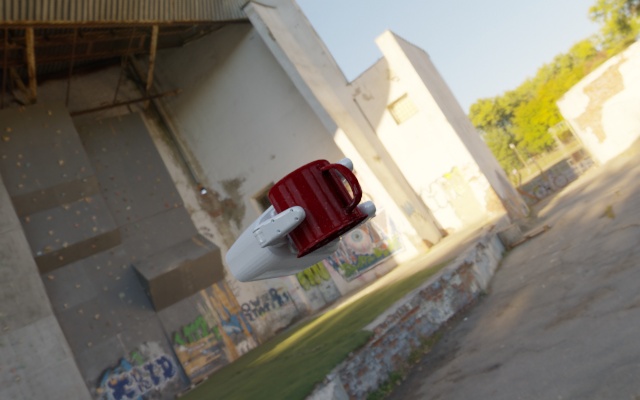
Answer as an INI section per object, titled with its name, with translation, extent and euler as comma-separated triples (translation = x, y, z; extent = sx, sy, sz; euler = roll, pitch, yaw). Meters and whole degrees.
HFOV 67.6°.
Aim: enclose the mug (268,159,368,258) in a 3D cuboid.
[mug]
translation = 0.001, 0.001, 0.531
extent = 0.093, 0.081, 0.117
euler = -23, -11, -43
